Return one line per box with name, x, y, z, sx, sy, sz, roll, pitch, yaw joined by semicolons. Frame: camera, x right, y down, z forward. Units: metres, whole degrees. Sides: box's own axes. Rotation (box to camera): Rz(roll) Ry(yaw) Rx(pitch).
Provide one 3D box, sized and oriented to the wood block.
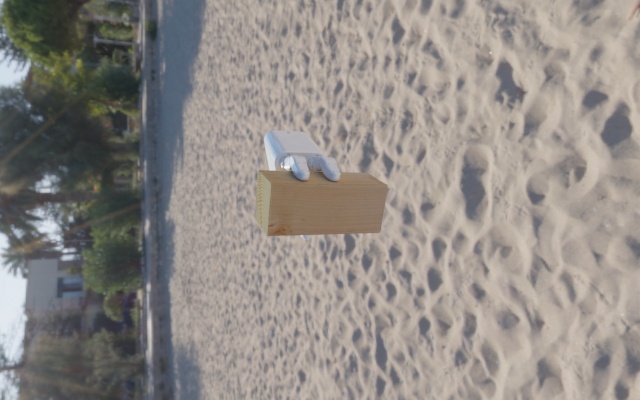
wood block;0.000;0.003;0.823;0.206;0.091;0.090;0;18;-22
